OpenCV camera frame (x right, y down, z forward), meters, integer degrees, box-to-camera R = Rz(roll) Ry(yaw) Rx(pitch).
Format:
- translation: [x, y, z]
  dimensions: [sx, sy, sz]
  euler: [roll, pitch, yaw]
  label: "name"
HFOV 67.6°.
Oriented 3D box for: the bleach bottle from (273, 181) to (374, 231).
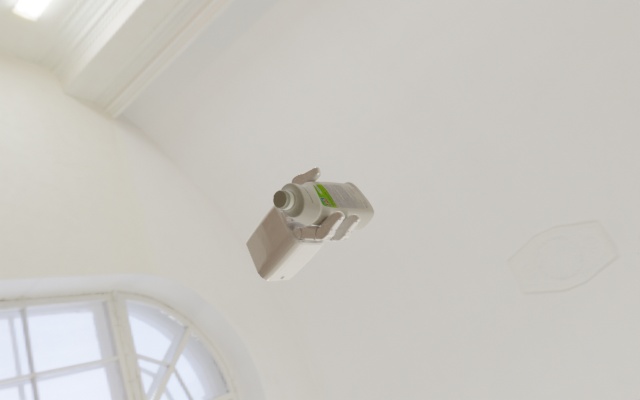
- translation: [0.000, 0.003, 0.864]
  dimensions: [0.102, 0.068, 0.251]
  euler: [52, 22, 27]
  label: "bleach bottle"
